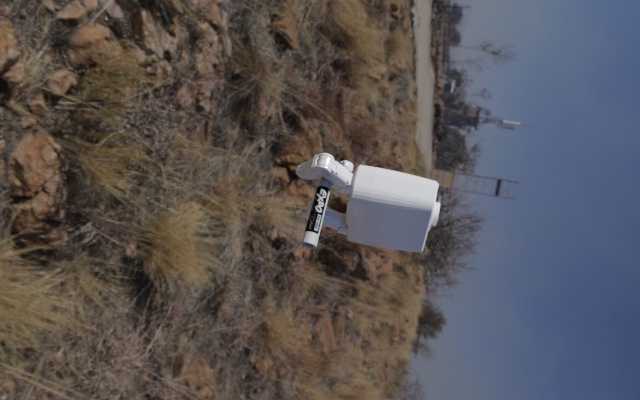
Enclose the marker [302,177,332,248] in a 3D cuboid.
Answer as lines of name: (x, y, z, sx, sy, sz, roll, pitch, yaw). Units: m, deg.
marker: (0.000, 0.002, 0.607, 0.020, 0.121, 0.020, 13, -24, 6)
